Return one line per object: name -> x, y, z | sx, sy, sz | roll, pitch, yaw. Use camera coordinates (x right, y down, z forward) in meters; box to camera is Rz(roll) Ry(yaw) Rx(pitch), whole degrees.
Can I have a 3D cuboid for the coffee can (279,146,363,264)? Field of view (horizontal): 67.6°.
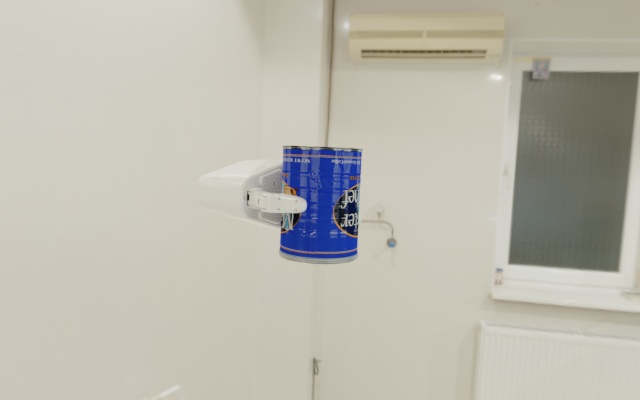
coffee can -> 0.000, 0.002, 0.613 | 0.103, 0.140, 0.103 | 2, 5, 0
